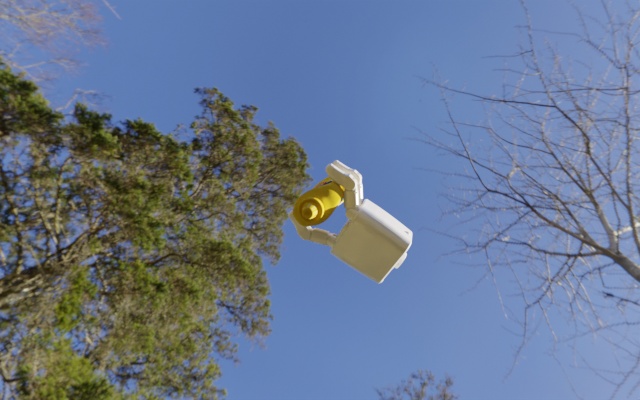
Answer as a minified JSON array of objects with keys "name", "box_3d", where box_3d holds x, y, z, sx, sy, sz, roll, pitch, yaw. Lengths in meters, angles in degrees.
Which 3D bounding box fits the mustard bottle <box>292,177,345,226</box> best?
[{"name":"mustard bottle","box_3d":[0.000,0.002,0.832,0.096,0.058,0.191,-33,3,16]}]
